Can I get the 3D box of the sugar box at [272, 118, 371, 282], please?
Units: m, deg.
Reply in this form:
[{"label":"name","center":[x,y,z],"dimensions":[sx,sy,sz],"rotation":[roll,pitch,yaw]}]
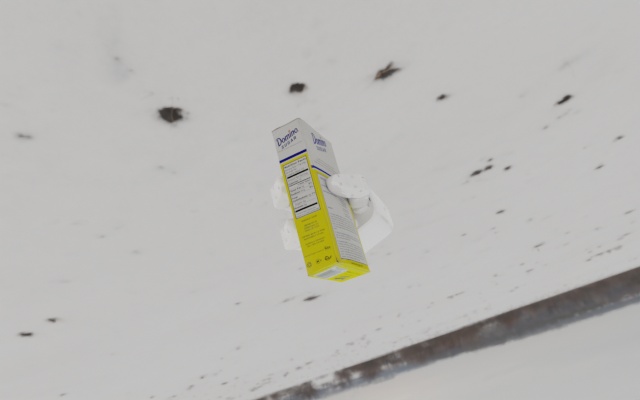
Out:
[{"label":"sugar box","center":[0.000,0.002,0.551],"dimensions":[0.048,0.176,0.093],"rotation":[-25,-23,18]}]
